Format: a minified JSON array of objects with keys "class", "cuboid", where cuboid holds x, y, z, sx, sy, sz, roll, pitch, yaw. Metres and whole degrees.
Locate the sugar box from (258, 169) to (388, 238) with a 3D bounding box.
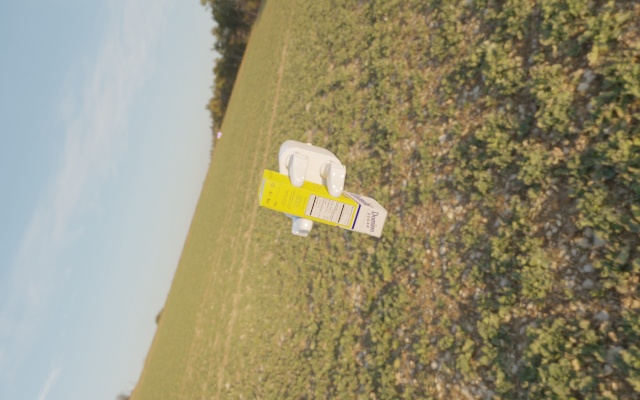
[{"class":"sugar box","cuboid":[0.000,0.002,0.690,0.176,0.048,0.093,12,11,-11]}]
